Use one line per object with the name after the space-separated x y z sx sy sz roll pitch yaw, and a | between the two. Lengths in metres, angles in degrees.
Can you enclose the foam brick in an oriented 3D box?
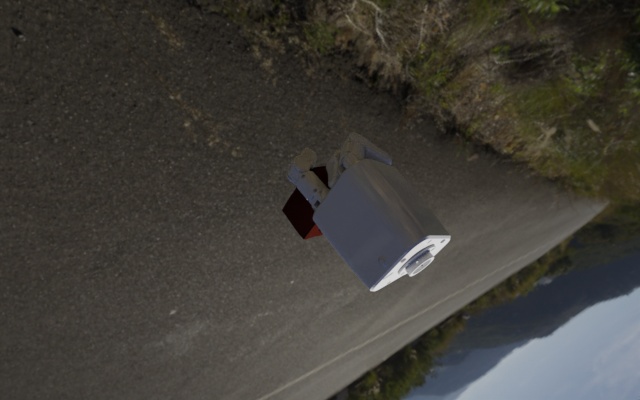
0.000 0.002 0.584 0.053 0.051 0.078 -12 -33 -47 | foam brick
